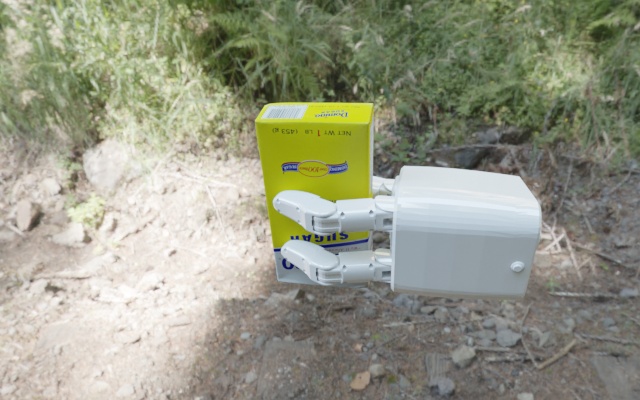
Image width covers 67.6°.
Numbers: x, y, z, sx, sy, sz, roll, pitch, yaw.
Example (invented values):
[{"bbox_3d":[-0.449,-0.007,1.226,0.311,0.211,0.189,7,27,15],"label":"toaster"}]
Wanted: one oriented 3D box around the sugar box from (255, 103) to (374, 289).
[{"bbox_3d":[0.000,0.002,0.428,0.093,0.176,0.048,3,33,11],"label":"sugar box"}]
